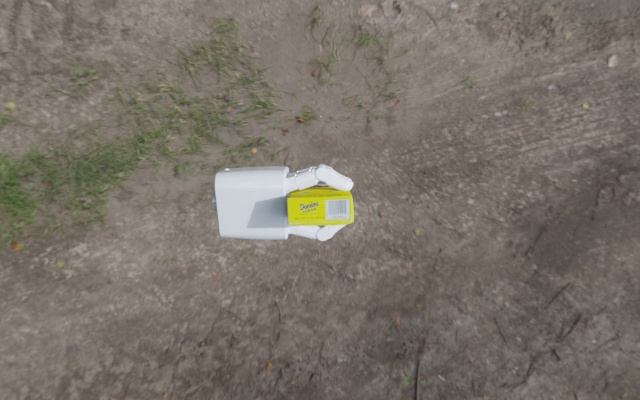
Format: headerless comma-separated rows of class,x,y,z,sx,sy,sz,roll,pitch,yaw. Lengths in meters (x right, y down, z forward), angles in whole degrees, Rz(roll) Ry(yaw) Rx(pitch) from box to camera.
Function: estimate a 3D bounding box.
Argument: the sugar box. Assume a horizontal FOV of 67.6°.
sugar box,0.000,0.002,0.744,0.093,0.048,0.176,-1,10,0
